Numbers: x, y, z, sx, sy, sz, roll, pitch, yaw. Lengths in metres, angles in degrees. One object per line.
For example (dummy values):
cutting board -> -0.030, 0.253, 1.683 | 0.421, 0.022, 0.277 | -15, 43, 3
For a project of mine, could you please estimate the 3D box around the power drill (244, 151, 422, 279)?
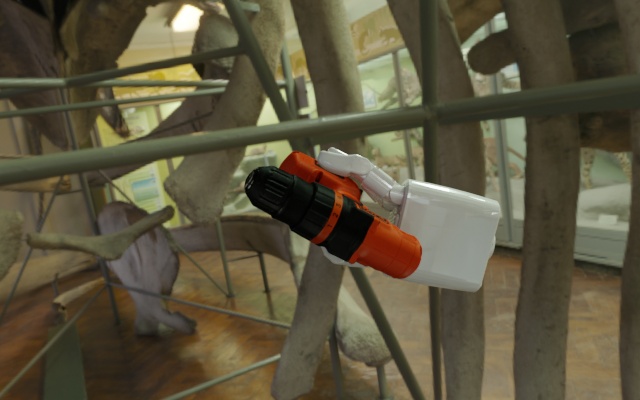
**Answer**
power drill -> 0.000, 0.002, 0.503 | 0.184, 0.057, 0.187 | 29, 11, -19
